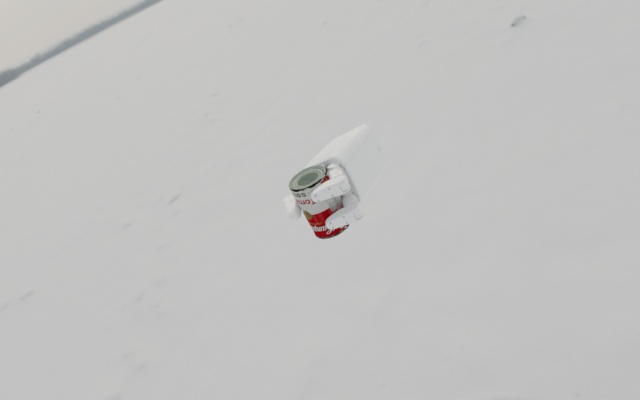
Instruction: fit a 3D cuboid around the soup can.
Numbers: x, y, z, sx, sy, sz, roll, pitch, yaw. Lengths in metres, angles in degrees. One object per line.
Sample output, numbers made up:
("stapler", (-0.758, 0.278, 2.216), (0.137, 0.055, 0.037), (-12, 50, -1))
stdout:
("soup can", (0.000, 0.003, 0.772), (0.068, 0.102, 0.068), (-21, 29, 12))
